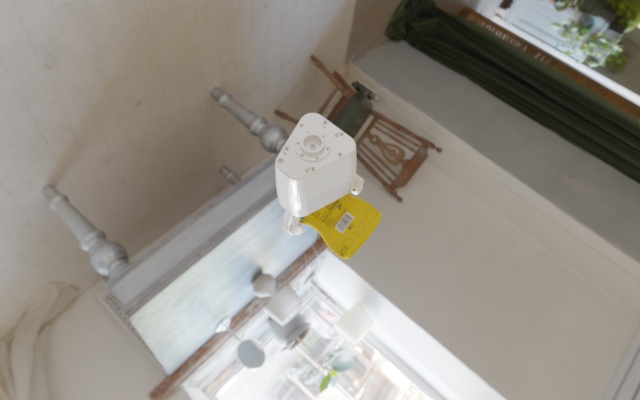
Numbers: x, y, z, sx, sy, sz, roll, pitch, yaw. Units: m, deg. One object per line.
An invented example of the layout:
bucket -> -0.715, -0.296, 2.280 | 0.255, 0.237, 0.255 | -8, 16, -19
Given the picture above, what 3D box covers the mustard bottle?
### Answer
mustard bottle -> 0.000, 0.003, 0.787 | 0.191, 0.096, 0.058 | 39, 3, 18
